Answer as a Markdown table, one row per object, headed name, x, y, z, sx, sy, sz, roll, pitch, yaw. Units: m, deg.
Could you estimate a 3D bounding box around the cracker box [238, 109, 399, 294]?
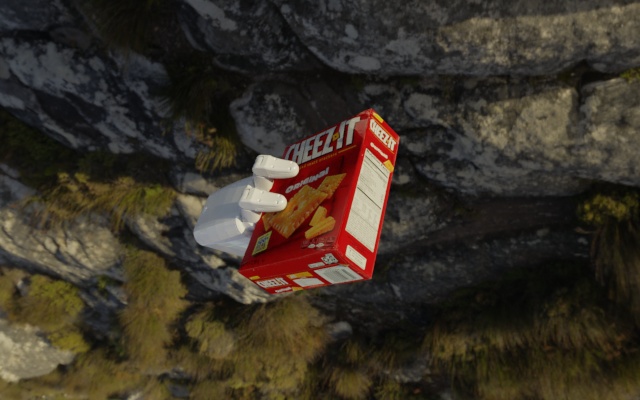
| name | x | y | z | sx | sy | sz | roll | pitch | yaw |
| --- | --- | --- | --- | --- | --- | --- | --- | --- | --- |
| cracker box | 0.000 | 0.002 | 0.605 | 0.164 | 0.213 | 0.072 | -17 | -46 | 40 |
